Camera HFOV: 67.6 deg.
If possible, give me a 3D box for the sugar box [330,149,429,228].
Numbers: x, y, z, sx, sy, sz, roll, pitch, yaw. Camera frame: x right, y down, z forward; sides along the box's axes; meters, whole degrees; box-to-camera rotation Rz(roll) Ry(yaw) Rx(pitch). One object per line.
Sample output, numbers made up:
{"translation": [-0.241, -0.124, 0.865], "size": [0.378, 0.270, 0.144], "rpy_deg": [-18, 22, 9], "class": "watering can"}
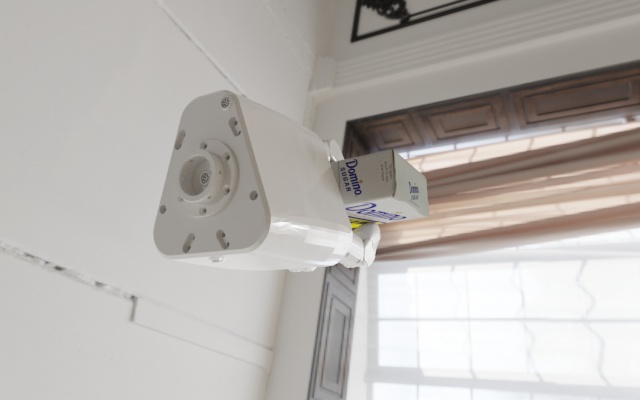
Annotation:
{"translation": [0.000, 0.002, 0.434], "size": [0.176, 0.048, 0.093], "rpy_deg": [-7, -15, 27], "class": "sugar box"}
